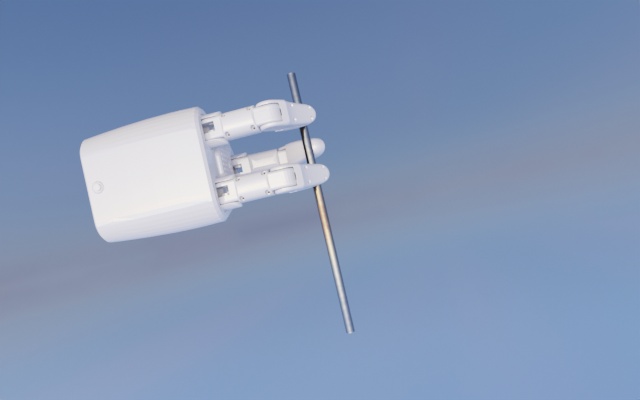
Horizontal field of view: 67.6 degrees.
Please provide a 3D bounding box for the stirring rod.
[{"bbox_3d":[0.000,0.001,0.434,0.011,0.239,0.011,-13,-2,0],"label":"stirring rod"}]
